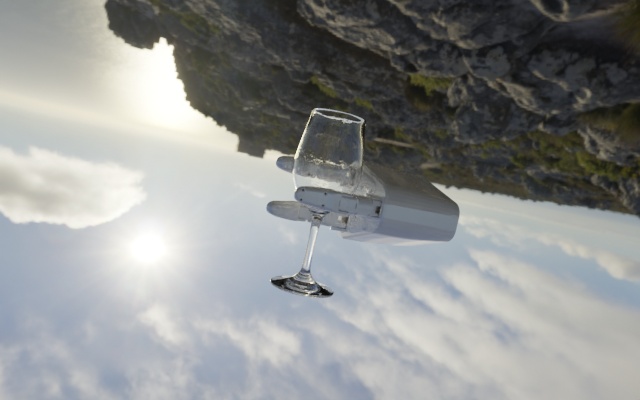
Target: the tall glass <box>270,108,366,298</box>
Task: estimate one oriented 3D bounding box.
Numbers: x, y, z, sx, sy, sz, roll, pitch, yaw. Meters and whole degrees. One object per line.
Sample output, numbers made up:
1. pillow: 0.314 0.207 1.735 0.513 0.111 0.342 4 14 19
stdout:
1. tall glass: 0.000 0.002 0.538 0.079 0.201 0.079 12 4 -1
